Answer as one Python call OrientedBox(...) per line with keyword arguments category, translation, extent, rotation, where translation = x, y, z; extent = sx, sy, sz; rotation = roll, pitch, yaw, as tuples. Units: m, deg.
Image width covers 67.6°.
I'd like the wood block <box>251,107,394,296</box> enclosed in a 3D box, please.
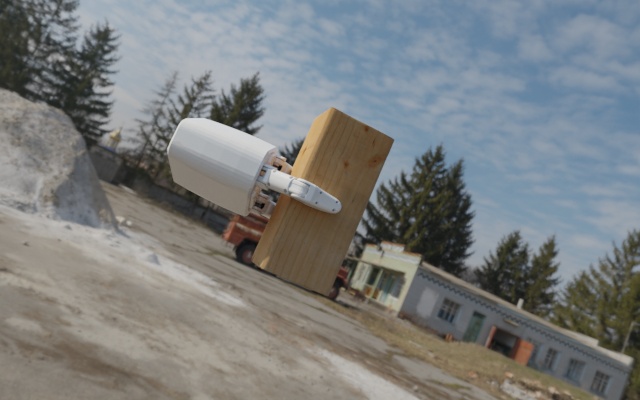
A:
OrientedBox(category="wood block", translation=(0.000, 0.002, 0.599), extent=(0.090, 0.206, 0.091), rotation=(25, -7, -14))
